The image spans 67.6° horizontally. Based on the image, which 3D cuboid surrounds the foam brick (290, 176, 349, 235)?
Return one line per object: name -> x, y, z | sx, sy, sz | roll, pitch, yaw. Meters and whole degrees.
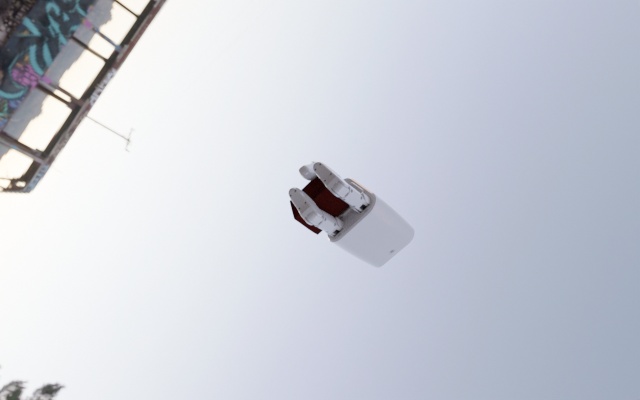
foam brick -> 0.000, 0.002, 0.722 | 0.051, 0.078, 0.053 | 37, 21, -29
